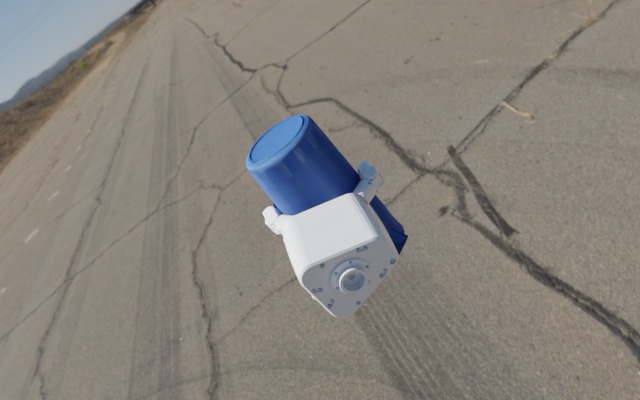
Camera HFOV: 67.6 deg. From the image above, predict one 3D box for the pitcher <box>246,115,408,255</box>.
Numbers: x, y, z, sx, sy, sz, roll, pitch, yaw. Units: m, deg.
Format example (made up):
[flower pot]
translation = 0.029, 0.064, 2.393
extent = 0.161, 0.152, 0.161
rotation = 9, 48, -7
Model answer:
[pitcher]
translation = 0.000, 0.002, 0.686
extent = 0.149, 0.243, 0.145
rotation = -36, 29, 7
